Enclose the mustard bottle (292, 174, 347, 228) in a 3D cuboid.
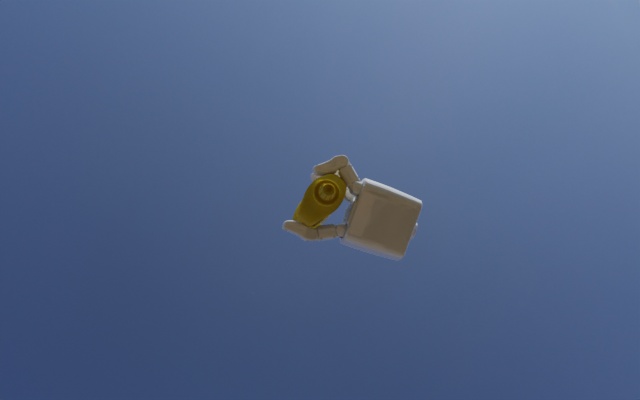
[{"bbox_3d":[0.000,0.002,0.799,0.058,0.096,0.192,44,-13,2],"label":"mustard bottle"}]
